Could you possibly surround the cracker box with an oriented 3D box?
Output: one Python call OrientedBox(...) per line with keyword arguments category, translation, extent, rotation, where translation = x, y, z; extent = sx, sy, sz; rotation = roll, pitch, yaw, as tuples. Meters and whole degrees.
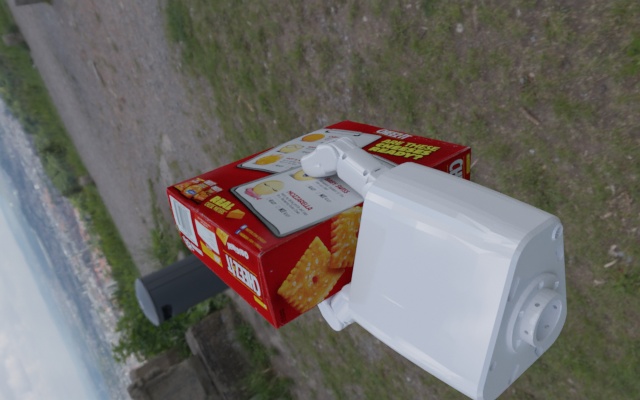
OrientedBox(category="cracker box", translation=(0.000, 0.001, 0.421), extent=(0.213, 0.072, 0.164), rotation=(-25, 31, -30))
